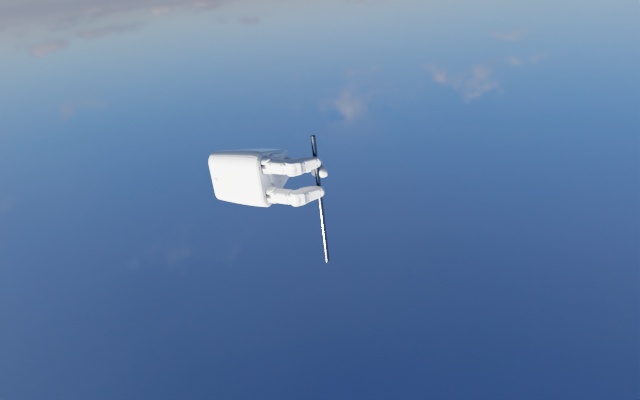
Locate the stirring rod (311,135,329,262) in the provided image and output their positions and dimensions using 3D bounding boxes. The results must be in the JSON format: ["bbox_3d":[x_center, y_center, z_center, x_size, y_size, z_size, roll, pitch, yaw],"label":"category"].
[{"bbox_3d":[0.000,0.003,0.832,0.011,0.240,0.011,-5,25,3],"label":"stirring rod"}]
